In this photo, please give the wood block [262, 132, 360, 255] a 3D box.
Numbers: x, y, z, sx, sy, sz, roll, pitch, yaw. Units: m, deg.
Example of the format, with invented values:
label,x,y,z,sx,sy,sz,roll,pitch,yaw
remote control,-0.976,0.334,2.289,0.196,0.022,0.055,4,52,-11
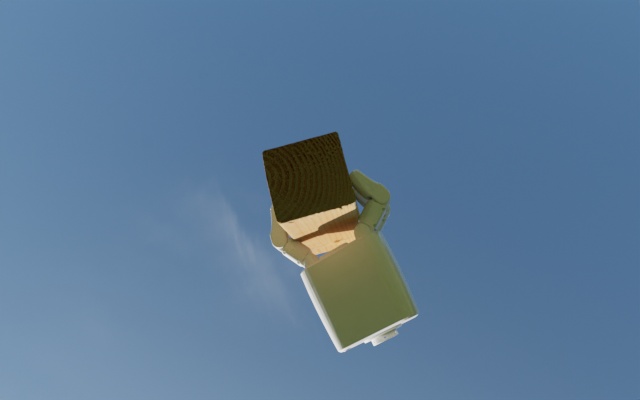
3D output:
label,x,y,z,sx,sy,sz,roll,pitch,yaw
wood block,0.000,0.003,0.617,0.091,0.090,0.206,-15,-18,3
